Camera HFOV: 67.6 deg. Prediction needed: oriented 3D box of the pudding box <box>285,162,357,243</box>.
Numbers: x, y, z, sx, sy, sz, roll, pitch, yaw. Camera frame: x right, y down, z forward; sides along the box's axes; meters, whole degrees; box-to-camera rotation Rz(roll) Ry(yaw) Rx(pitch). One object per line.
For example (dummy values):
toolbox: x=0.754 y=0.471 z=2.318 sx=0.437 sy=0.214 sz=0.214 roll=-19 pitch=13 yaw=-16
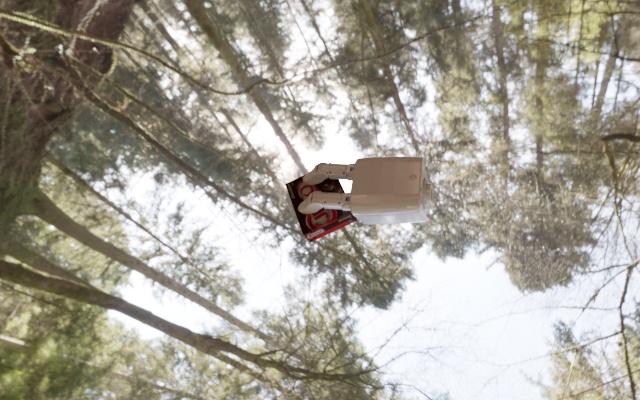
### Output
pudding box: x=0.000 y=0.003 z=0.804 sx=0.090 sy=0.113 sz=0.039 roll=-25 pitch=-35 yaw=4
